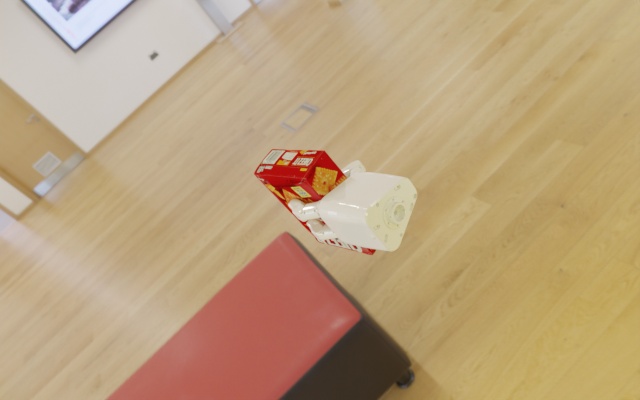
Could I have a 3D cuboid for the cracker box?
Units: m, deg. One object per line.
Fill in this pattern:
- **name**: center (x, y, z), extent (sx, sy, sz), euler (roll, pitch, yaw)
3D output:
- **cracker box**: center (0.000, 0.003, 0.867), extent (0.164, 0.072, 0.214), euler (9, -33, 52)
